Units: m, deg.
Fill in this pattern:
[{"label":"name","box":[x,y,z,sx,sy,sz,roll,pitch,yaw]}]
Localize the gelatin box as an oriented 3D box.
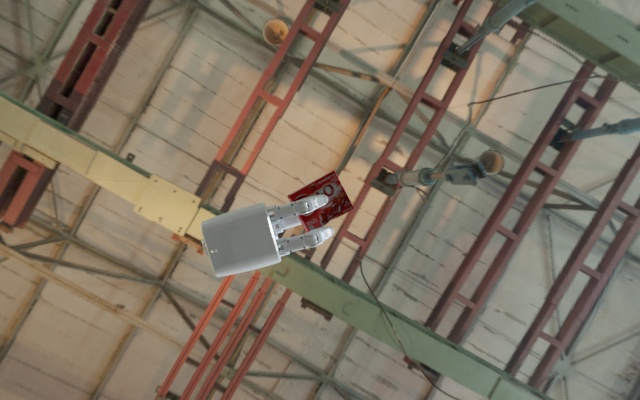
[{"label":"gelatin box","box":[0.000,0.002,0.796,0.089,0.073,0.030,-29,5,-8]}]
